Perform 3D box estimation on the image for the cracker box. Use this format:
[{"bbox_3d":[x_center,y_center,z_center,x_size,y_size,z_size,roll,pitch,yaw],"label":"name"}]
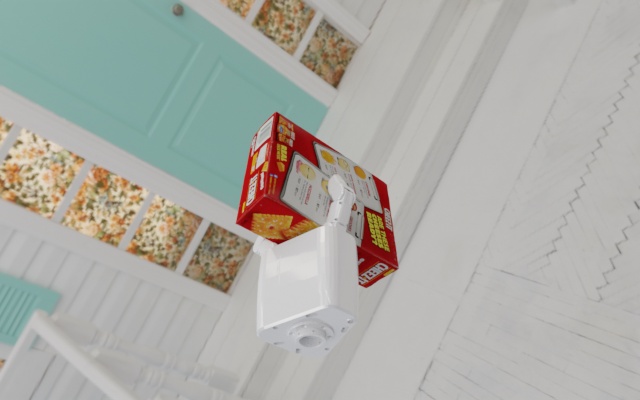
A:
[{"bbox_3d":[0.000,0.002,0.644,0.214,0.164,0.072,31,-52,-27],"label":"cracker box"}]
